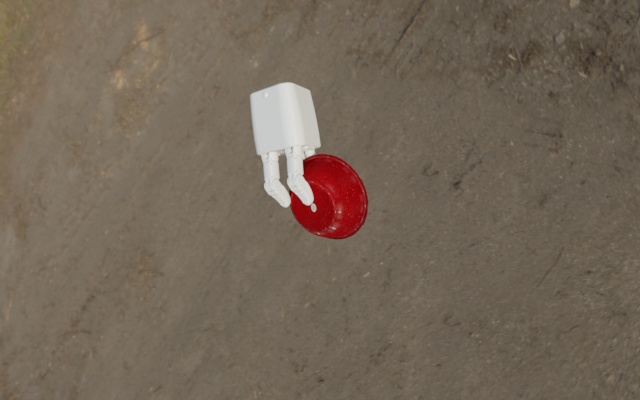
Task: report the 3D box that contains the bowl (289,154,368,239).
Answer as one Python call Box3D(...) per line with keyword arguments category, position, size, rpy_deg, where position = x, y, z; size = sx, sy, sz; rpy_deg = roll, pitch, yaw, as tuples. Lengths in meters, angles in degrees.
Box3D(category="bowl", position=(0.001, 0.004, 0.836), size=(0.162, 0.162, 0.055), rpy_deg=(0, 19, 34))
